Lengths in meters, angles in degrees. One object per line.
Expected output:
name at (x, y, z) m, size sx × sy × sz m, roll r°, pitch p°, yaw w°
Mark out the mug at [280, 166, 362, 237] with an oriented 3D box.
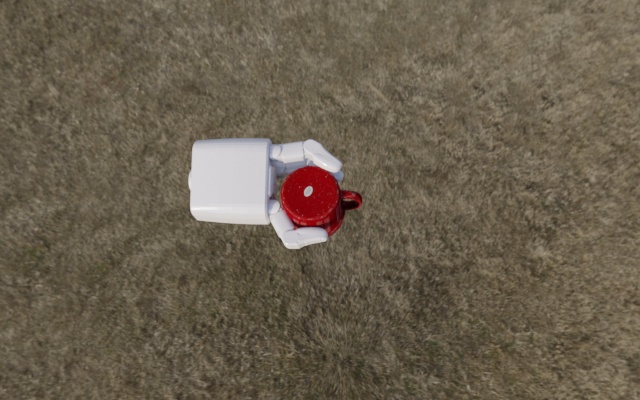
mug at (0.002, 0.002, 0.671) m, size 0.117 × 0.093 × 0.081 m, roll 0°, pitch -19°, yaw 3°
